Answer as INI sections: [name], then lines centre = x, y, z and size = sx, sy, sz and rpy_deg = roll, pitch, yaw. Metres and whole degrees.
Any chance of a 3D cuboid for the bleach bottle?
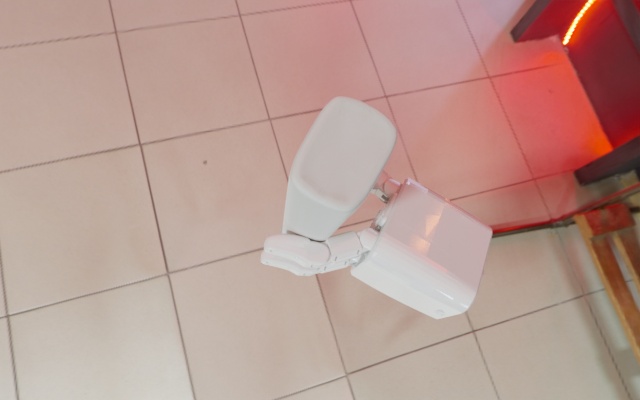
[bleach bottle]
centre = 0.000, 0.002, 0.491
size = 0.068, 0.102, 0.251
rpy_deg = 29, -20, 1
